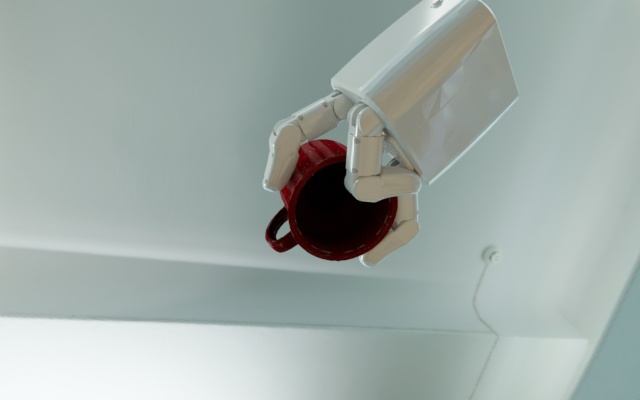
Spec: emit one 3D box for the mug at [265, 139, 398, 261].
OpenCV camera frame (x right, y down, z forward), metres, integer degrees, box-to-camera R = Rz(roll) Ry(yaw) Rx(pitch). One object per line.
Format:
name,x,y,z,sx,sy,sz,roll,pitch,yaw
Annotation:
mug,-0.001,0.002,0.421,0.117,0.093,0.081,-40,26,2
